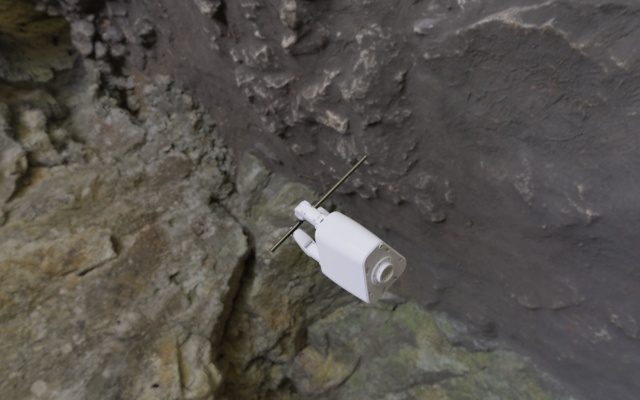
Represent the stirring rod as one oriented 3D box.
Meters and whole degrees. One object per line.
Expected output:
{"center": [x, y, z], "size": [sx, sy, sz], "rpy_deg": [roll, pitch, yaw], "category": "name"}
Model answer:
{"center": [0.000, 0.003, 0.832], "size": [0.239, 0.011, 0.011], "rpy_deg": [-45, 15, -15], "category": "stirring rod"}
